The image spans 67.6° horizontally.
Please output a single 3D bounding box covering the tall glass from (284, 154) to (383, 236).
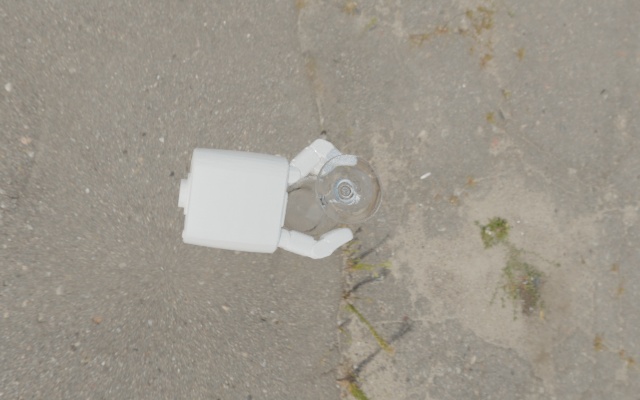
[{"bbox_3d":[0.000,0.002,0.586,0.079,0.079,0.201,0,-8,-18],"label":"tall glass"}]
